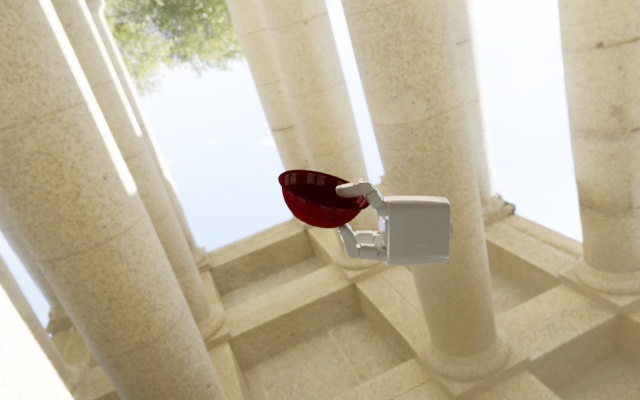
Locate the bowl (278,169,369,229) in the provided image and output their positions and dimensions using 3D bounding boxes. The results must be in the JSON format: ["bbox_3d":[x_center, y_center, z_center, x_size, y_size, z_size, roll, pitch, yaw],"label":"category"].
[{"bbox_3d":[-0.001,0.003,0.814,0.162,0.055,0.162,14,22,-6],"label":"bowl"}]
